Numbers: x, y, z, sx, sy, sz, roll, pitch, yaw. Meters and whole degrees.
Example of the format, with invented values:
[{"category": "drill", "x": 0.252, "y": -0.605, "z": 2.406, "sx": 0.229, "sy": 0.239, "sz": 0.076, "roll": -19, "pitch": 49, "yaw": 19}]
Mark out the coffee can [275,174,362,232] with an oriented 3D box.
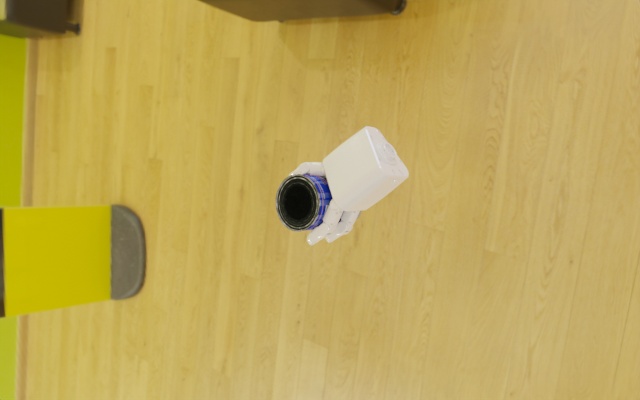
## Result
[{"category": "coffee can", "x": 0.000, "y": 0.003, "z": 0.897, "sx": 0.103, "sy": 0.103, "sz": 0.140, "roll": 0, "pitch": 1, "yaw": 37}]
